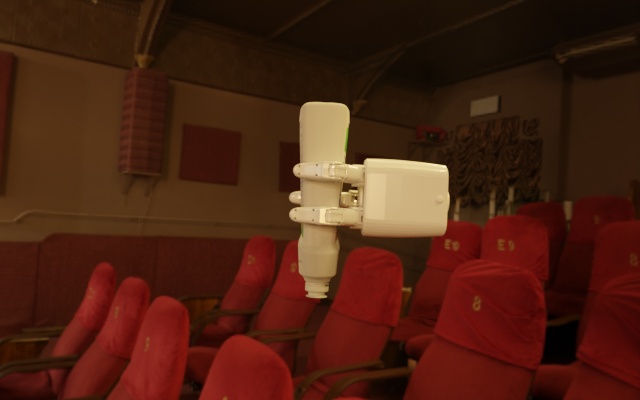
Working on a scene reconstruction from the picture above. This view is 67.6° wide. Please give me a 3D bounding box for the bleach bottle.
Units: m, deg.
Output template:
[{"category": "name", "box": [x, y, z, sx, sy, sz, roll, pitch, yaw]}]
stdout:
[{"category": "bleach bottle", "box": [0.000, 0.002, 0.644, 0.068, 0.251, 0.102, 3, -3, 0]}]
